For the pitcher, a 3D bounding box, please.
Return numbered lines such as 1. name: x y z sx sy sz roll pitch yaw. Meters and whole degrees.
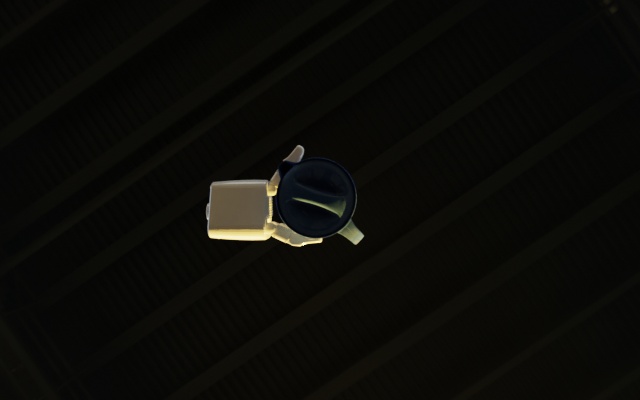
1. pitcher: 0.000 0.003 0.896 0.145 0.149 0.243 -2 1 0
